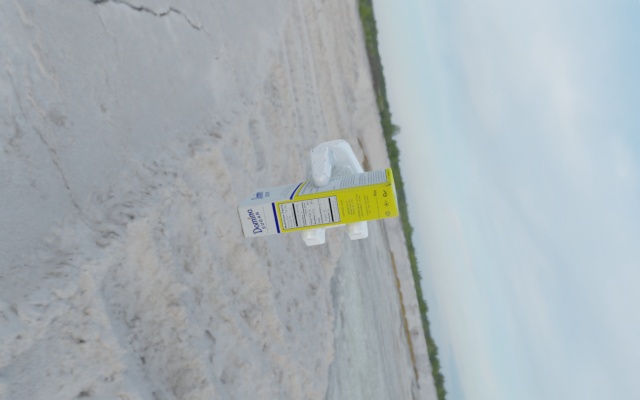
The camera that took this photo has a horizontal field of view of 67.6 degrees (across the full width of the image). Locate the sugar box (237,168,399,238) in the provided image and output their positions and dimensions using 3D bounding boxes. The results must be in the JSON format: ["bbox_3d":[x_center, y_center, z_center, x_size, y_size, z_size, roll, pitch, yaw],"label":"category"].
[{"bbox_3d":[0.000,0.002,0.564,0.176,0.048,0.093,-11,12,10],"label":"sugar box"}]
